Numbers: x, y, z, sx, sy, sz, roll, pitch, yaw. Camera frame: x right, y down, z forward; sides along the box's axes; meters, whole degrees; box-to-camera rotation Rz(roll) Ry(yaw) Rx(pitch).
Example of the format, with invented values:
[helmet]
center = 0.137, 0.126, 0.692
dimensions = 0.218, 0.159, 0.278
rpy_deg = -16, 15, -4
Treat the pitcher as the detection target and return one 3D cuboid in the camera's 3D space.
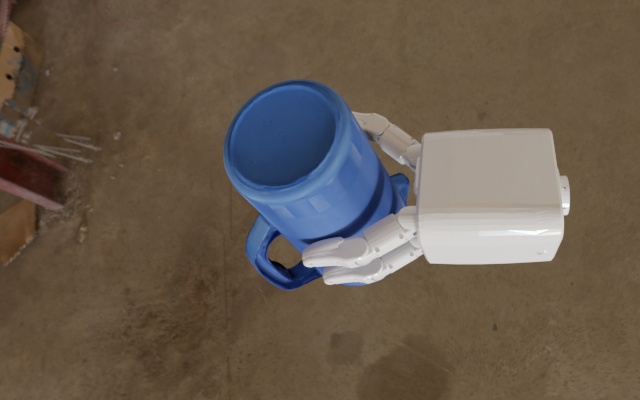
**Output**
[pitcher]
center = 0.000, 0.001, 0.464
dimensions = 0.145, 0.149, 0.243
rpy_deg = 0, -21, 20
